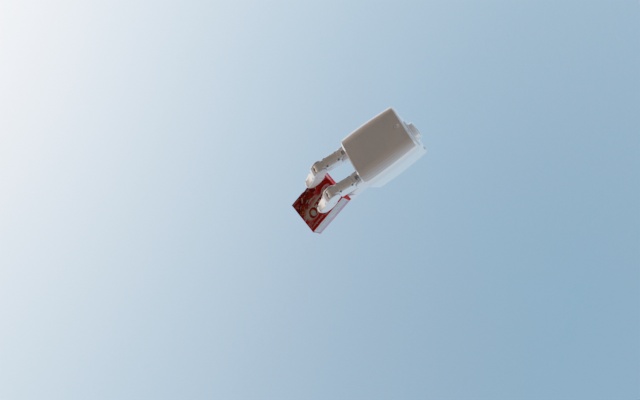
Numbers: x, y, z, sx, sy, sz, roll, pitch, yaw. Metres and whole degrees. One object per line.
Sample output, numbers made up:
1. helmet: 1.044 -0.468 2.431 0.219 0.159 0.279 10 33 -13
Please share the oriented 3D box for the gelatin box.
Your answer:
1. gelatin box: 0.000 0.003 0.858 0.073 0.089 0.030 50 18 31
